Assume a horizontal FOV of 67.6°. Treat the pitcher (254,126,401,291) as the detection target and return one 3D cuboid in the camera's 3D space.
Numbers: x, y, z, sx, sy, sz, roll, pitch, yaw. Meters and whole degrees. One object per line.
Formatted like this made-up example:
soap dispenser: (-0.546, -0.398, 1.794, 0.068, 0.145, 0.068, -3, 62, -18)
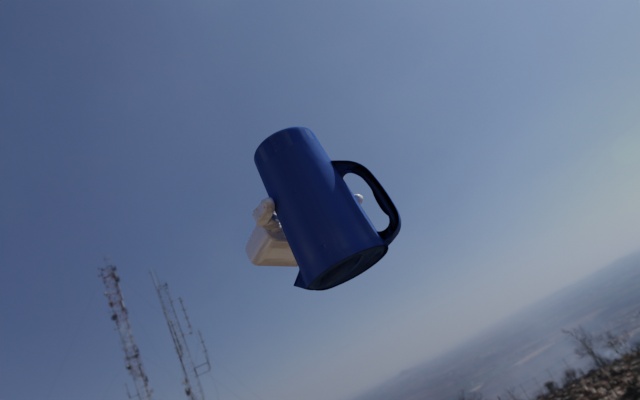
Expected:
pitcher: (0.000, 0.003, 0.735, 0.149, 0.242, 0.145, -13, -26, -33)
